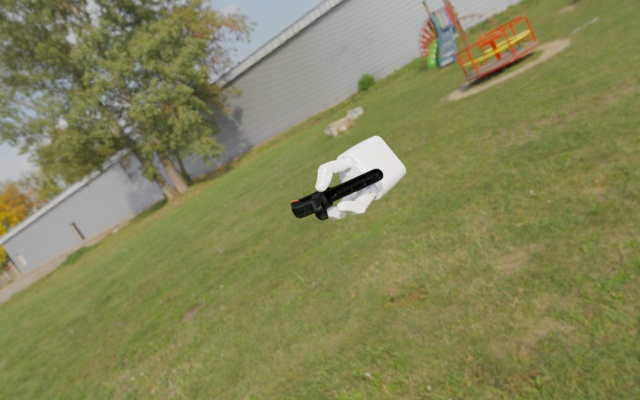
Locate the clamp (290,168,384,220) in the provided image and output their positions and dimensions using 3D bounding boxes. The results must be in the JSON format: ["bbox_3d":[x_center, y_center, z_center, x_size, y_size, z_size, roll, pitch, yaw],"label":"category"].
[{"bbox_3d":[0.000,0.002,0.896,0.210,0.036,0.164,-17,13,48],"label":"clamp"}]
